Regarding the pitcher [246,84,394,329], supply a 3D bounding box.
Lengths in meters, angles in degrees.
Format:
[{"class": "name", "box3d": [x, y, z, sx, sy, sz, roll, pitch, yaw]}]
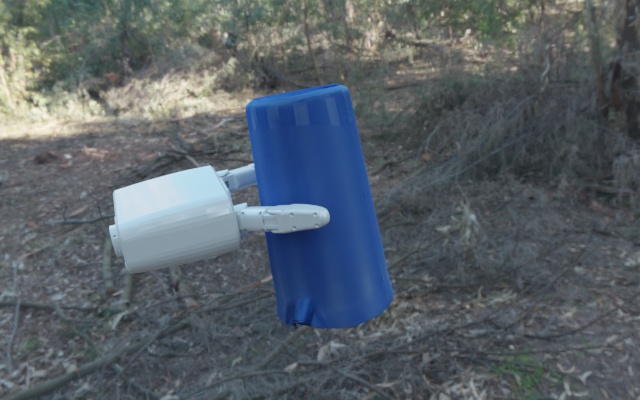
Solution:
[{"class": "pitcher", "box3d": [0.000, 0.002, 0.523, 0.145, 0.243, 0.149, -14, 15, -16]}]
